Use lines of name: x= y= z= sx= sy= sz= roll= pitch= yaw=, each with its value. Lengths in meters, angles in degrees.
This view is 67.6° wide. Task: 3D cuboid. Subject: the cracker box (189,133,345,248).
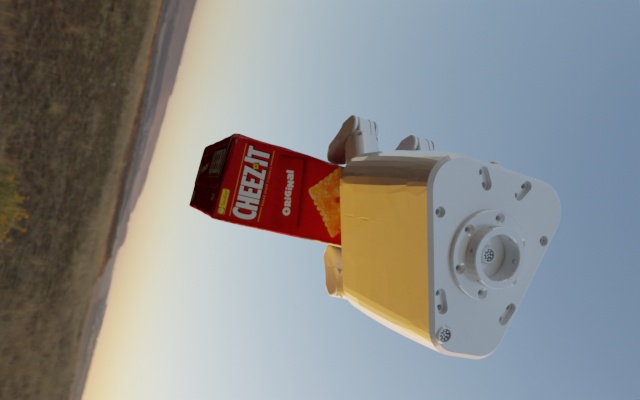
cracker box: x=0.000 y=0.002 z=0.441 sx=0.214 sy=0.072 sz=0.164 roll=14 pitch=-3 yaw=-21
